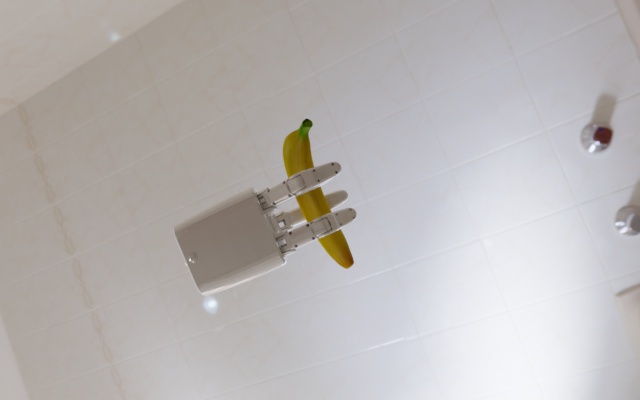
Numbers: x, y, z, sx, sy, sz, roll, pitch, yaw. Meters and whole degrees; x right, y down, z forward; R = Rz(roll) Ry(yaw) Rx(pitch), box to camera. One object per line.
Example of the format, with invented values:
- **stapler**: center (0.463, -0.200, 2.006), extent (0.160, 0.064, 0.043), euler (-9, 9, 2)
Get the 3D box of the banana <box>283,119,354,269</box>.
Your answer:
- **banana**: center (-0.008, -0.005, 0.597), extent (0.037, 0.198, 0.069), euler (-25, 21, -17)
